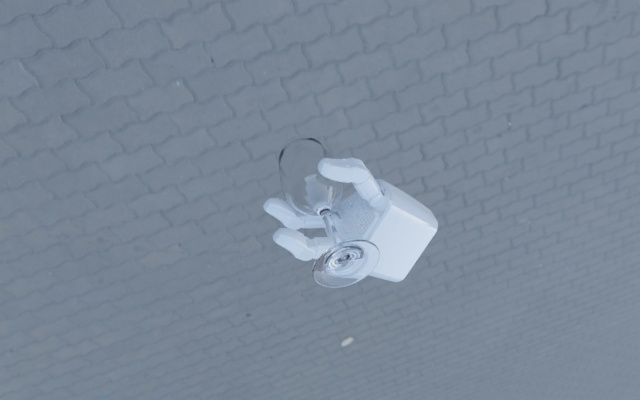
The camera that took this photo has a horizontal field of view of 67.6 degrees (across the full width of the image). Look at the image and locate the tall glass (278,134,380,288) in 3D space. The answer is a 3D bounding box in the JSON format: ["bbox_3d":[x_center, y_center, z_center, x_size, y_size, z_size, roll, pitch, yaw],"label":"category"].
[{"bbox_3d":[0.000,0.002,0.567,0.079,0.079,0.201,0,41,-22],"label":"tall glass"}]
